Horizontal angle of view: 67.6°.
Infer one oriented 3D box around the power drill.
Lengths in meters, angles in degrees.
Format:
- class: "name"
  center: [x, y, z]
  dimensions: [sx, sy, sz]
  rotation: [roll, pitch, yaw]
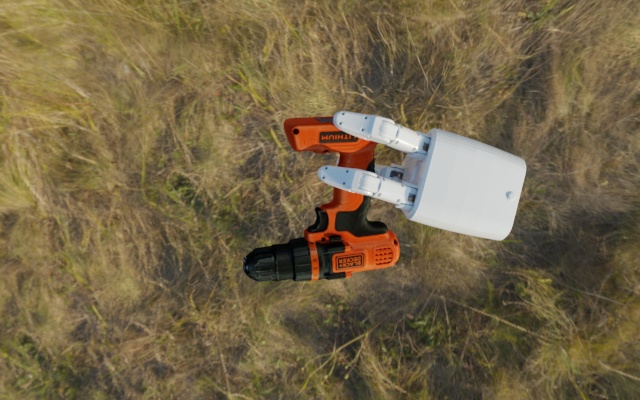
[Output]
- class: "power drill"
  center: [0.000, 0.001, 0.538]
  dimensions: [0.184, 0.188, 0.057]
  rotation: [-6, 21, -13]
